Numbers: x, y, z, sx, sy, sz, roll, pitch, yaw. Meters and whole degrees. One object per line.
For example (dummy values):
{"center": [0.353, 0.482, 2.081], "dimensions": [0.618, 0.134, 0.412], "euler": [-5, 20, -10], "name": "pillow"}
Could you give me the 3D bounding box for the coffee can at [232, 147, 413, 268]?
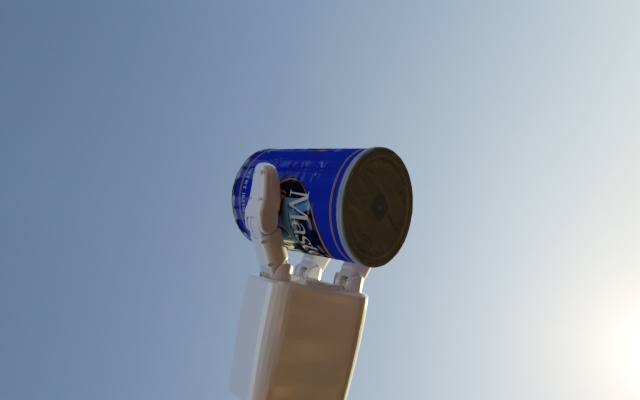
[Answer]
{"center": [0.000, 0.001, 0.449], "dimensions": [0.140, 0.103, 0.103], "euler": [5, 4, 42], "name": "coffee can"}
